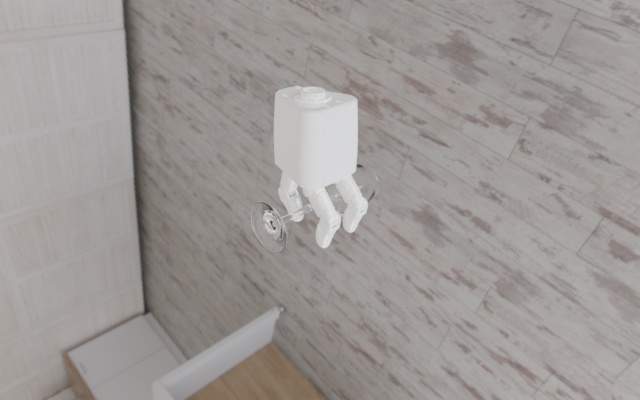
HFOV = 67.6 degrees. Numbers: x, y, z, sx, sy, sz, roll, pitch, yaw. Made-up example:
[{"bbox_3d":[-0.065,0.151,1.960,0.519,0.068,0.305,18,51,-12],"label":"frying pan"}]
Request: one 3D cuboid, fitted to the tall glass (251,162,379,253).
[{"bbox_3d":[0.000,0.003,0.699,0.201,0.079,0.079,-26,17,-39],"label":"tall glass"}]
